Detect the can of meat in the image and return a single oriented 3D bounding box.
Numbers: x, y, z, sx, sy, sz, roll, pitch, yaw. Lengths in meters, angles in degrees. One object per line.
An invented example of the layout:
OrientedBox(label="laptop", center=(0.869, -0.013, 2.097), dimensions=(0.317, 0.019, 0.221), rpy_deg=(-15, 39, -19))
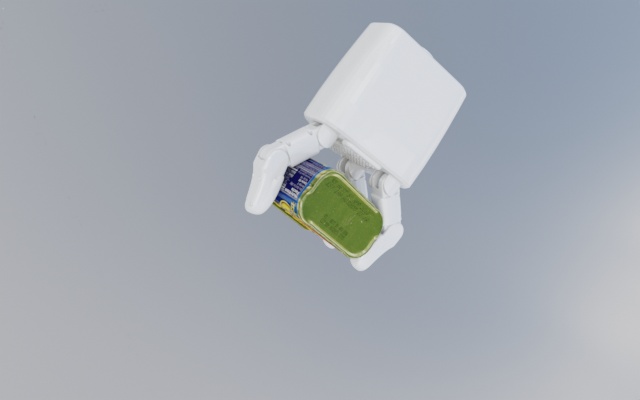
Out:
OrientedBox(label="can of meat", center=(0.000, 0.002, 0.443), dimensions=(0.102, 0.057, 0.084), rpy_deg=(41, -6, -37))
